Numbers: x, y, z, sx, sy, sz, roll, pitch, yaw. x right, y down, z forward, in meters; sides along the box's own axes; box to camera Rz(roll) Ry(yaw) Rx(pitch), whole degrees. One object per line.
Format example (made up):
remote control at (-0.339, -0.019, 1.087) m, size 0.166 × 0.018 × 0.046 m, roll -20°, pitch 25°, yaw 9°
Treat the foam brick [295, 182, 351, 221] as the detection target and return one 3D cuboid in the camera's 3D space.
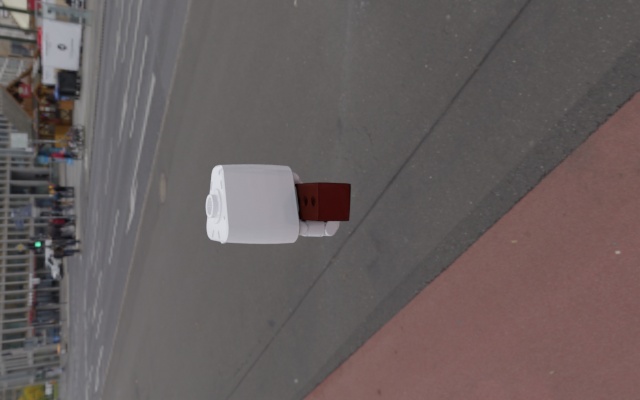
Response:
foam brick at (0.000, 0.002, 0.669) m, size 0.051 × 0.053 × 0.078 m, roll 2°, pitch -1°, yaw -30°
